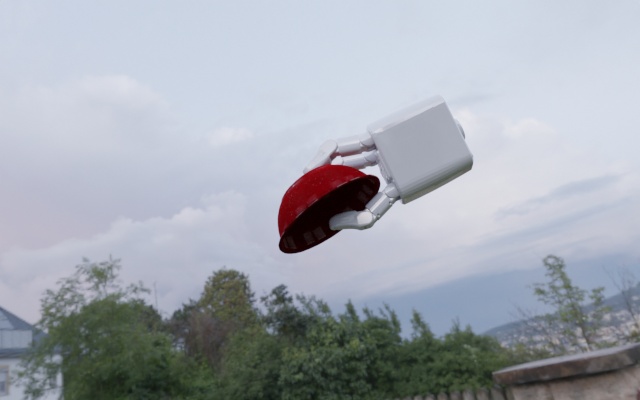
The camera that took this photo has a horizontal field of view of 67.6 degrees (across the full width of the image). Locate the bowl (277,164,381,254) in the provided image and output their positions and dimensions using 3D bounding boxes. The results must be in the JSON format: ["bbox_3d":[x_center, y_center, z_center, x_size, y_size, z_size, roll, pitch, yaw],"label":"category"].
[{"bbox_3d":[-0.001,0.002,0.640,0.162,0.055,0.162,-31,-21,-13],"label":"bowl"}]
